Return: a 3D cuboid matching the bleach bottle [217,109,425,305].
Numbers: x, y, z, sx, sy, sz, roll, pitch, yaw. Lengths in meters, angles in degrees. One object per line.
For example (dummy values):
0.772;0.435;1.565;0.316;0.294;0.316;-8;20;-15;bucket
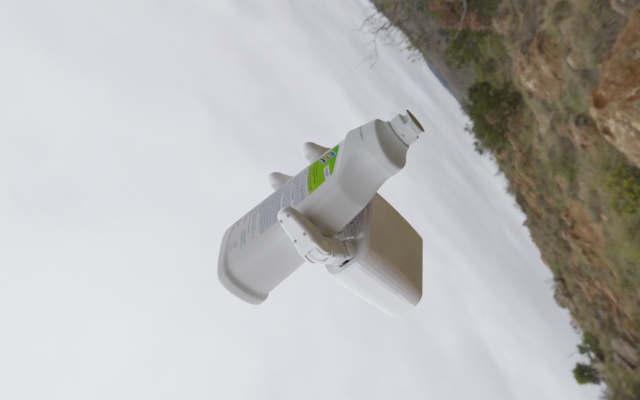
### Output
0.000;0.002;0.494;0.251;0.102;0.068;-38;-59;22;bleach bottle
